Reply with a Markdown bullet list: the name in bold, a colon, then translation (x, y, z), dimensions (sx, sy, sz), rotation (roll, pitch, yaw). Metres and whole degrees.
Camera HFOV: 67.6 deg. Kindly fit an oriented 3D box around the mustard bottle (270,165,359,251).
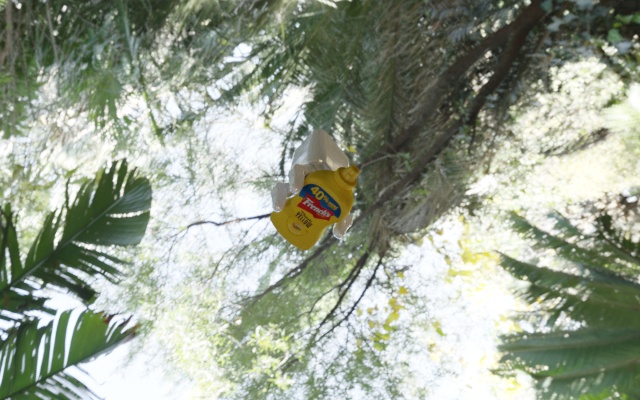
- **mustard bottle**: translation (0.000, 0.003, 0.825), dimensions (0.192, 0.096, 0.058), rotation (-44, 4, 35)
